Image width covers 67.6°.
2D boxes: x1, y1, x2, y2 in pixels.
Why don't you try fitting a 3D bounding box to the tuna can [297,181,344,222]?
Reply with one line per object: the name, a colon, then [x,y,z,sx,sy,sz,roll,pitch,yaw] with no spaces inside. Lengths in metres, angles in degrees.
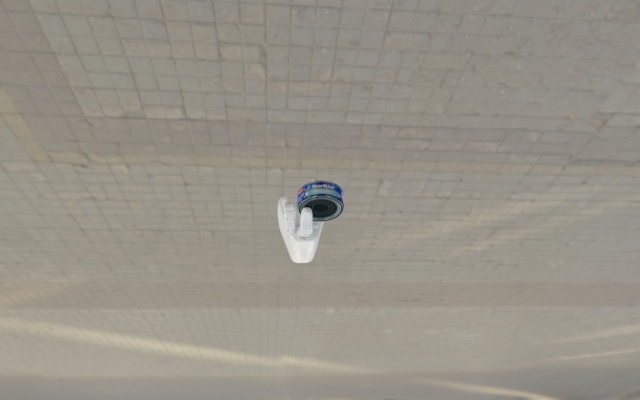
tuna can: [0.000,0.003,0.869,0.086,0.033,0.086,-1,-35,-1]
